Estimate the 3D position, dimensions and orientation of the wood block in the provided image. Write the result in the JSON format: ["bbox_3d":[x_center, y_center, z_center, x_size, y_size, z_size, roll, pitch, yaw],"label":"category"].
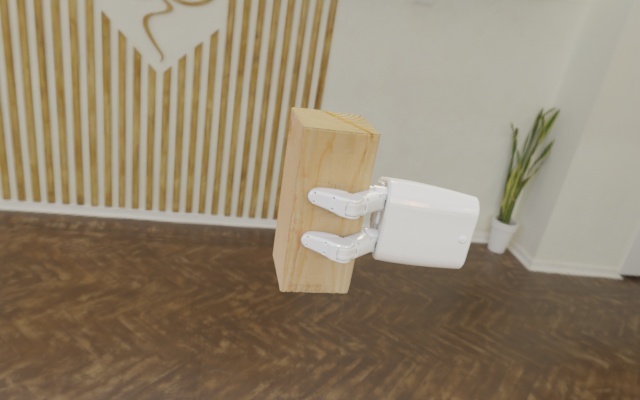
[{"bbox_3d":[0.000,0.002,0.585,0.090,0.206,0.090,4,23,-13],"label":"wood block"}]
